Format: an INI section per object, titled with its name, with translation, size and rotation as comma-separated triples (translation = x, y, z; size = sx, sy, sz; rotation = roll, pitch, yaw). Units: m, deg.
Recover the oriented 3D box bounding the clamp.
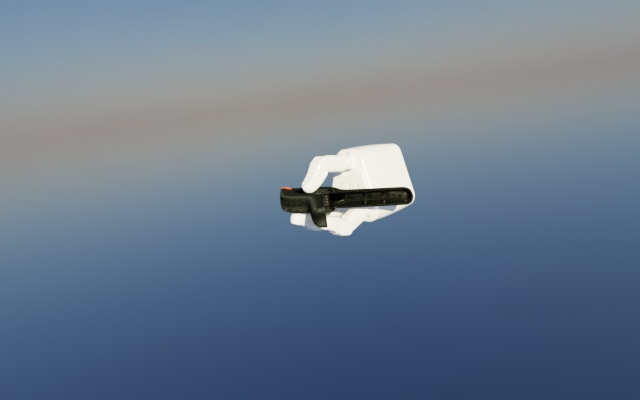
[clamp]
translation = 0.000, 0.001, 0.674
size = 0.164, 0.036, 0.210
rotation = -14, 13, -43
